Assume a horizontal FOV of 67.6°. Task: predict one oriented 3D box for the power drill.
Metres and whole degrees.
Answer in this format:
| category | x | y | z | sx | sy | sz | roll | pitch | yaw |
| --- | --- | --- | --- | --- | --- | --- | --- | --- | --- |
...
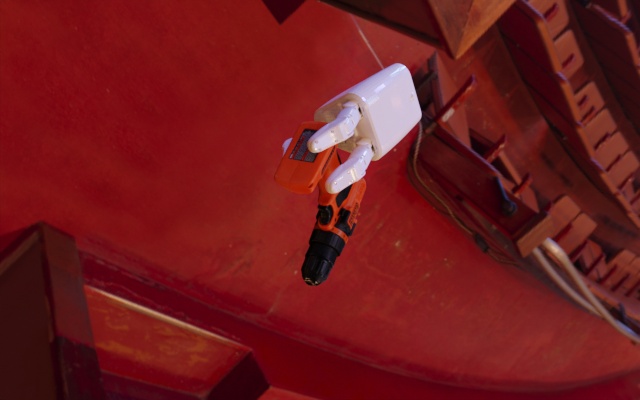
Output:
| category | x | y | z | sx | sy | sz | roll | pitch | yaw |
| --- | --- | --- | --- | --- | --- | --- | --- | --- | --- |
| power drill | 0.000 | 0.002 | 0.640 | 0.057 | 0.184 | 0.188 | 10 | -29 | 22 |
